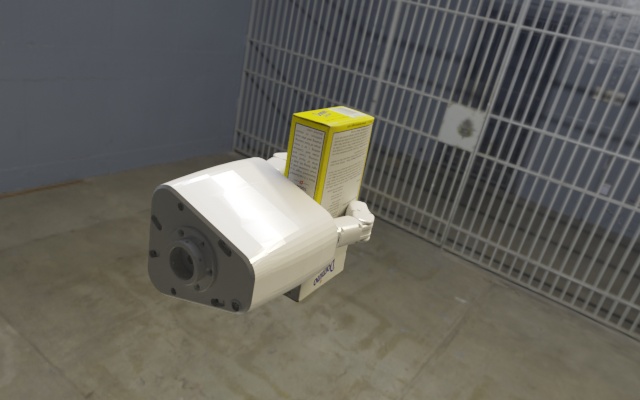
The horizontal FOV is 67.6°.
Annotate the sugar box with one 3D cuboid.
[{"bbox_3d":[0.000,0.001,0.468,0.048,0.176,0.093,24,25,25],"label":"sugar box"}]
